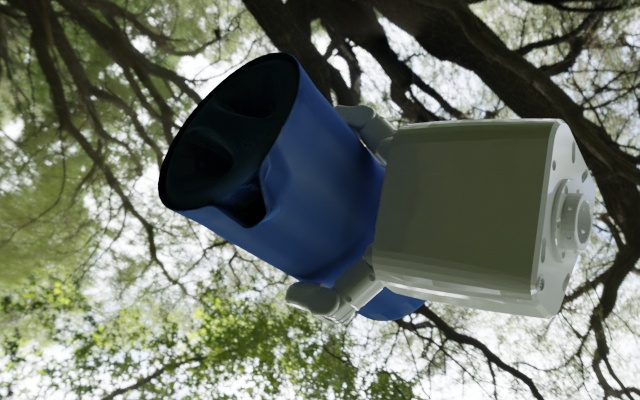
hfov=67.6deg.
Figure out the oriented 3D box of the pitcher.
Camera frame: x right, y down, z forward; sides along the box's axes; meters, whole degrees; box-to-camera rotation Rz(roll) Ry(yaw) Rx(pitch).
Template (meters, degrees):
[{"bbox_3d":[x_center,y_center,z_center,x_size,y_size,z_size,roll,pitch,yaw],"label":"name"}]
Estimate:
[{"bbox_3d":[0.000,0.001,0.403,0.145,0.149,0.243,2,-30,44],"label":"pitcher"}]
